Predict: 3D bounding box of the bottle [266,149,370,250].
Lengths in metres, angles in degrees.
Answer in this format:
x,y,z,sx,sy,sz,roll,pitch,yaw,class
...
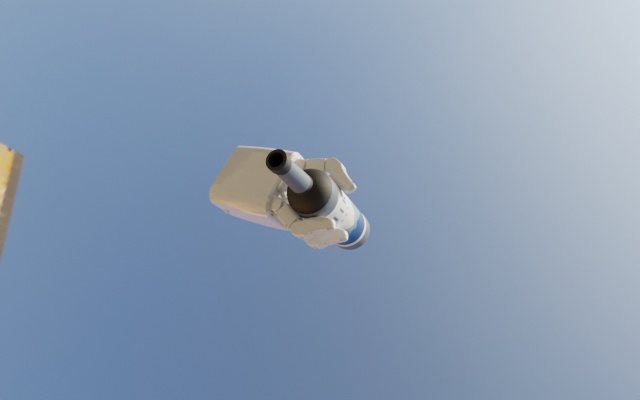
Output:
x,y,z,sx,sy,sz,roll,pitch,yaw,class
0.000,0.002,0.675,0.069,0.069,0.296,0,-19,22,bottle
